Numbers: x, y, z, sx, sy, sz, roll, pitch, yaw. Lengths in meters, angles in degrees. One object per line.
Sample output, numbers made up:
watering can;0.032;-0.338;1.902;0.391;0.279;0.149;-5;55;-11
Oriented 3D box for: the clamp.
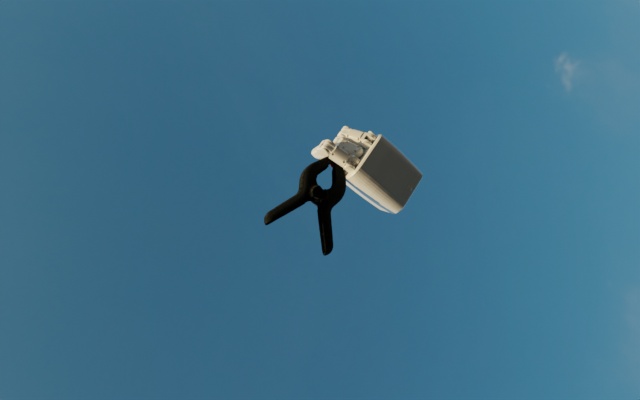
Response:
clamp;0.000;0.002;0.788;0.120;0.171;0.039;38;-17;-9
